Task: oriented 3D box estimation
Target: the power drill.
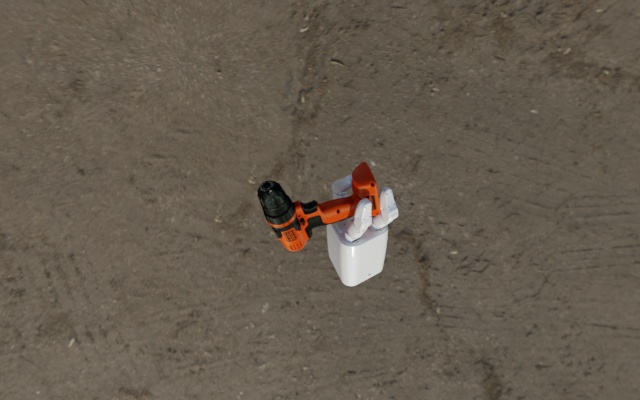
[{"bbox_3d":[0.001,0.003,0.791,0.187,0.057,0.185,-20,-33,0],"label":"power drill"}]
